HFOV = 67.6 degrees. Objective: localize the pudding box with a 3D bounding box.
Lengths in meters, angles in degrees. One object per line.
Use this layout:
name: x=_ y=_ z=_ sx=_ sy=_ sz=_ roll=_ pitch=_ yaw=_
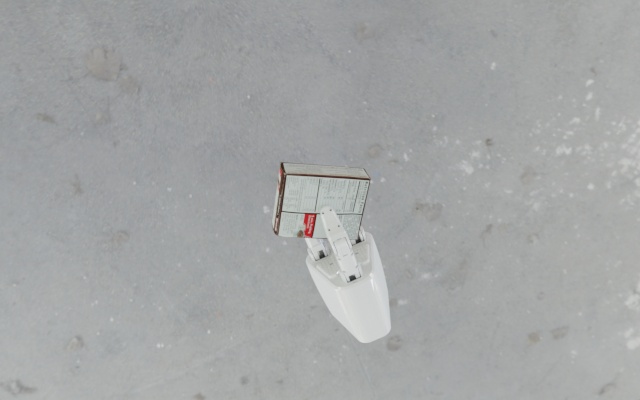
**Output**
pudding box: x=0.000 y=0.002 z=0.603 sx=0.113 sy=0.090 sz=0.039 roll=3 pitch=25 yaw=-16
